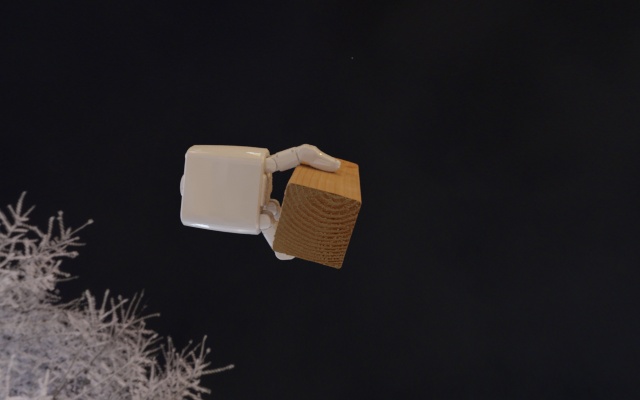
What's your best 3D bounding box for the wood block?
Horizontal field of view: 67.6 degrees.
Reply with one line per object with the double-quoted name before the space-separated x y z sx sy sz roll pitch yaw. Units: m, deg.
"wood block" 0.000 0.002 0.659 0.090 0.091 0.206 15 17 -1
